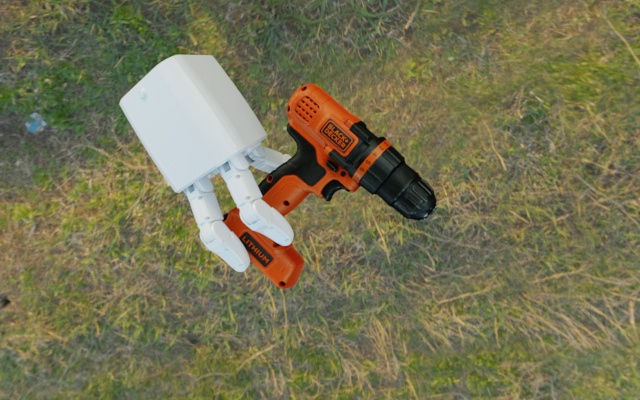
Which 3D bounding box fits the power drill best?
[{"bbox_3d":[0.000,0.002,0.501,0.184,0.188,0.057,43,14,10],"label":"power drill"}]
